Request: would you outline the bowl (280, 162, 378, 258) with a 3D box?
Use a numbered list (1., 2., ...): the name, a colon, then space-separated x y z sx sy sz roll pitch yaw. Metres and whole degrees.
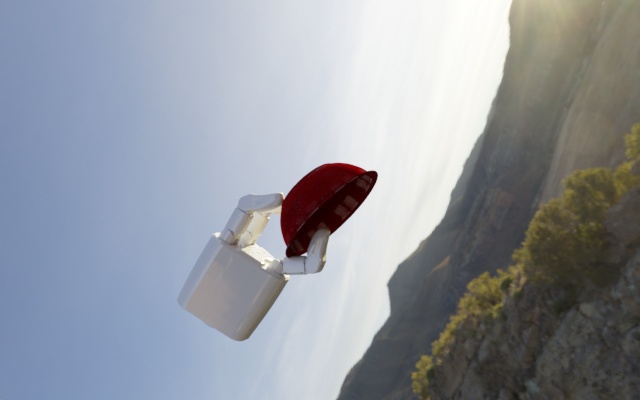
1. bowl: 0.001 0.001 0.631 0.162 0.055 0.162 -39 -16 -13
